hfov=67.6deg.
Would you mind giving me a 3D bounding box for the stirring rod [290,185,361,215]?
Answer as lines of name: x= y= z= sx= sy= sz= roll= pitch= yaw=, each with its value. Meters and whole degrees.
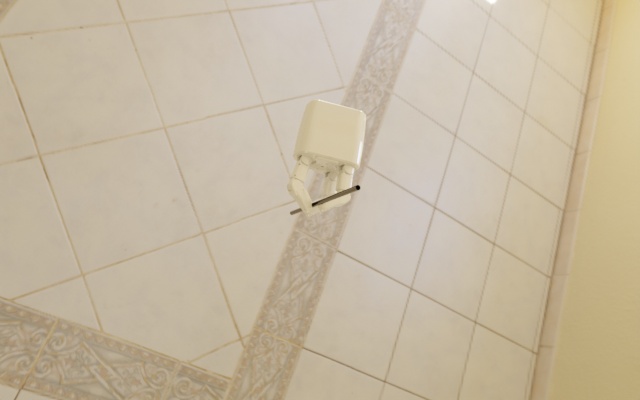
stirring rod: x=0.000 y=0.003 z=0.790 sx=0.011 sy=0.011 sz=0.239 roll=0 pitch=-10 yaw=-27
